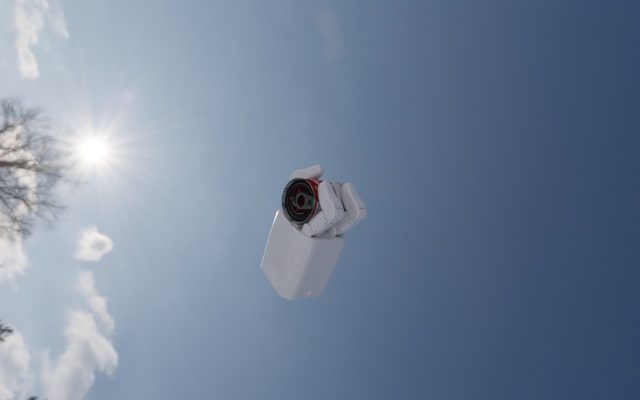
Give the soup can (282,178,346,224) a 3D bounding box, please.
[{"bbox_3d":[0.000,0.002,0.736,0.068,0.068,0.102,0,-2,42],"label":"soup can"}]
